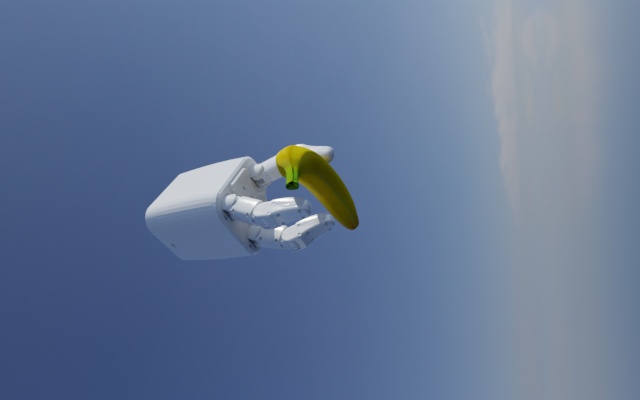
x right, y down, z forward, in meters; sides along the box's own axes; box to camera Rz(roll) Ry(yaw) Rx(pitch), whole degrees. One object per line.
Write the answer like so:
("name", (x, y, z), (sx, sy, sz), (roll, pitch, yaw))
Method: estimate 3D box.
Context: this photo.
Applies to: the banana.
("banana", (-0.004, -0.017, 0.529), (0.037, 0.069, 0.198), (-15, -19, 20))
